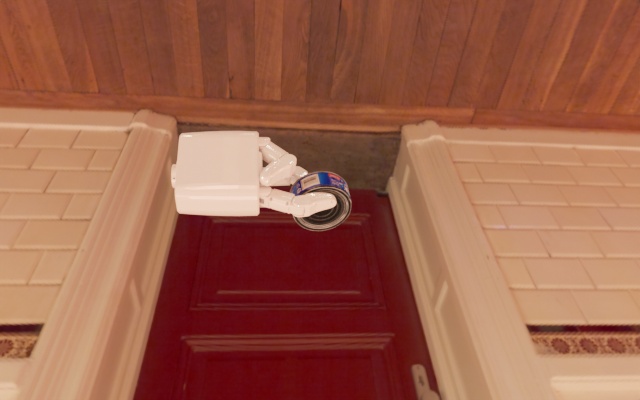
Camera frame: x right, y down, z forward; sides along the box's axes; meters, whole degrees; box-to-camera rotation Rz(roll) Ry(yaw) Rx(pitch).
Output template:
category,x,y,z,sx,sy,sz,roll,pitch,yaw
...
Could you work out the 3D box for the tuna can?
category,x,y,z,sx,sy,sz,roll,pitch,yaw
tuna can,0.000,0.003,0.667,0.086,0.086,0.033,0,41,-12
